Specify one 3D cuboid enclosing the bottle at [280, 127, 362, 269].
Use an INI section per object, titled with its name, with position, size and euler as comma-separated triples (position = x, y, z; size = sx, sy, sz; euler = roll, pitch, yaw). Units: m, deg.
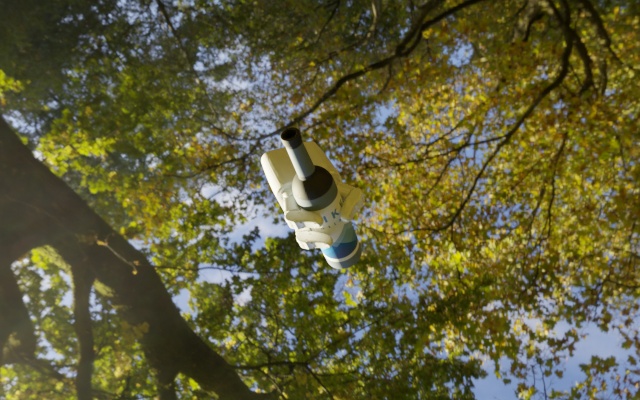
[bottle]
position = 0.000, 0.003, 0.756
size = 0.069, 0.069, 0.296
euler = 0, -39, 22
